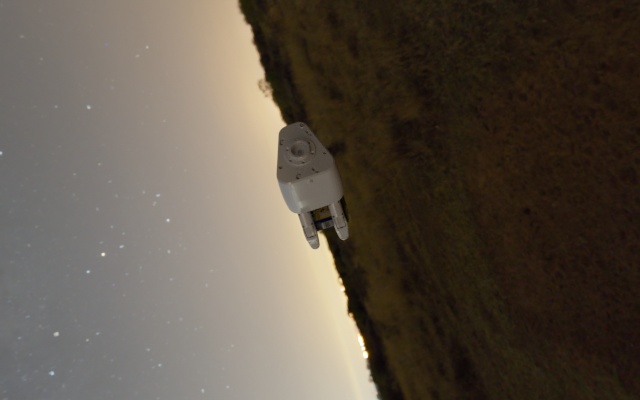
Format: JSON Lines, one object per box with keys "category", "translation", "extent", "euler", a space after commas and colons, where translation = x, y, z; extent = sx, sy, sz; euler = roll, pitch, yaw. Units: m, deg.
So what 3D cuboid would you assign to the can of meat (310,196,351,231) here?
{"category": "can of meat", "translation": [0.000, 0.003, 0.864], "extent": [0.084, 0.102, 0.057], "euler": [-18, -22, 0]}
